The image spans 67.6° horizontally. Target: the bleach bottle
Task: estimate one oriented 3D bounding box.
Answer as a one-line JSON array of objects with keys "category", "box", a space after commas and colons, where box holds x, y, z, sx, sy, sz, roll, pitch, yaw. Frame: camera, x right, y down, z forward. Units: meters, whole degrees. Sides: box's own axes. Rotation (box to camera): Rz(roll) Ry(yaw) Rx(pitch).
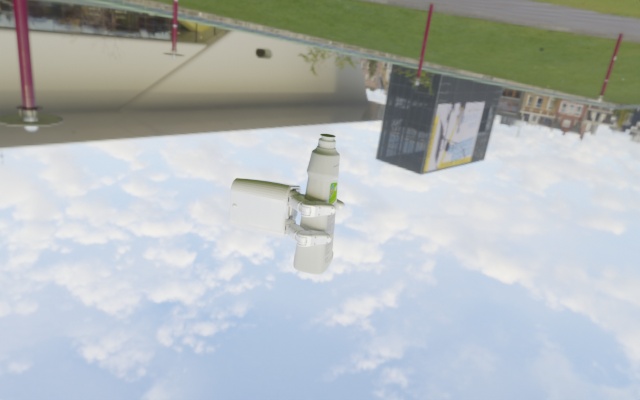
[{"category": "bleach bottle", "box": [0.000, 0.003, 0.868, 0.068, 0.251, 0.102, 11, 20, 10]}]
